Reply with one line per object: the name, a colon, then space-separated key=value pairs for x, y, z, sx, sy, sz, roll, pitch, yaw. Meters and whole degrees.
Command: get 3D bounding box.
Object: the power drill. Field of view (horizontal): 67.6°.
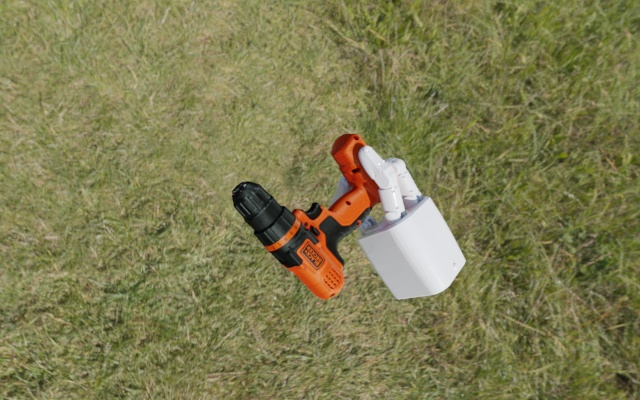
power drill: x=0.001 y=0.002 z=0.606 sx=0.187 sy=0.184 sz=0.057 roll=-50 pitch=24 yaw=-24
